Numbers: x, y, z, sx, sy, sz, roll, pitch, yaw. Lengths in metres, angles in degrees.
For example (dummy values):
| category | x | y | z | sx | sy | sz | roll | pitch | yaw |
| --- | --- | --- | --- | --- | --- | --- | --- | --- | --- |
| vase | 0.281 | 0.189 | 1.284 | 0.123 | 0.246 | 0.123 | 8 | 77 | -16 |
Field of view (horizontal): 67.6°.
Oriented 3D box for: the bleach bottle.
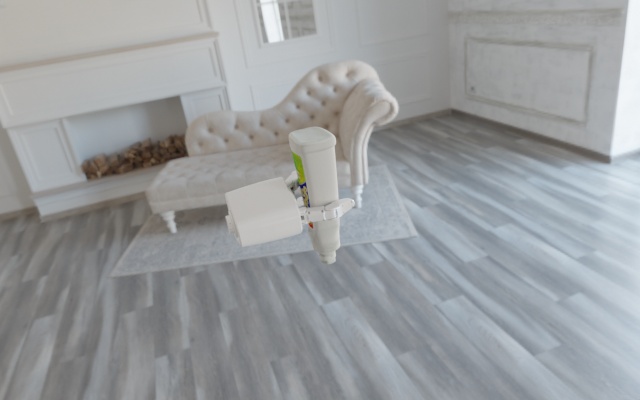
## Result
| category | x | y | z | sx | sy | sz | roll | pitch | yaw |
| --- | --- | --- | --- | --- | --- | --- | --- | --- | --- |
| bleach bottle | 0.000 | 0.003 | 0.847 | 0.068 | 0.251 | 0.102 | -15 | 24 | -13 |
